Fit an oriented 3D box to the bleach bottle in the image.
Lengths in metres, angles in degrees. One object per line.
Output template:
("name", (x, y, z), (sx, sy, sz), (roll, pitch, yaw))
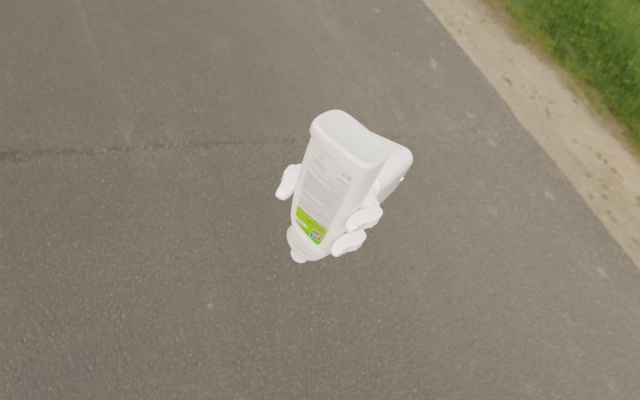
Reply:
("bleach bottle", (0.000, 0.002, 0.663), (0.068, 0.102, 0.251), (-35, -20, -41))
